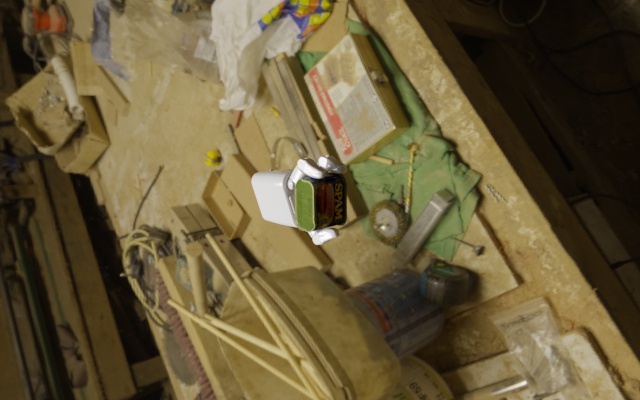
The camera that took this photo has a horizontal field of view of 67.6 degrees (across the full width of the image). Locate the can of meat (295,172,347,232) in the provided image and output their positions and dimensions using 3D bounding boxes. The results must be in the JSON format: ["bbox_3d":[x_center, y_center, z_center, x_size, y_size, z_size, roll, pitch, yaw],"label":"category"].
[{"bbox_3d":[0.000,0.003,0.881,0.084,0.102,0.057,-12,16,-44],"label":"can of meat"}]
